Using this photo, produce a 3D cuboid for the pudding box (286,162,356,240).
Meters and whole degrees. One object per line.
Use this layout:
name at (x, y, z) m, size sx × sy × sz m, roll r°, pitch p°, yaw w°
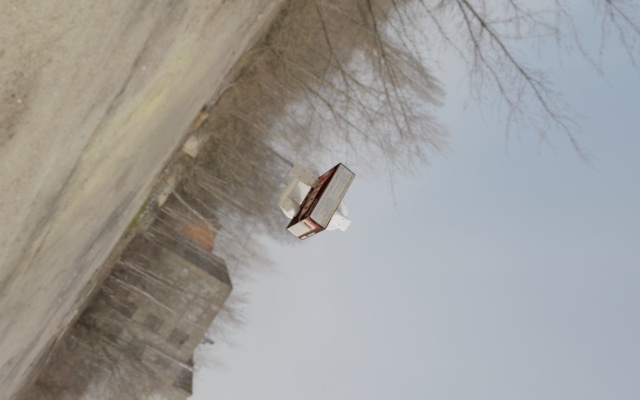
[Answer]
pudding box at (0.000, 0.003, 0.759) m, size 0.039 × 0.113 × 0.090 m, roll 34°, pitch -27°, yaw -12°
